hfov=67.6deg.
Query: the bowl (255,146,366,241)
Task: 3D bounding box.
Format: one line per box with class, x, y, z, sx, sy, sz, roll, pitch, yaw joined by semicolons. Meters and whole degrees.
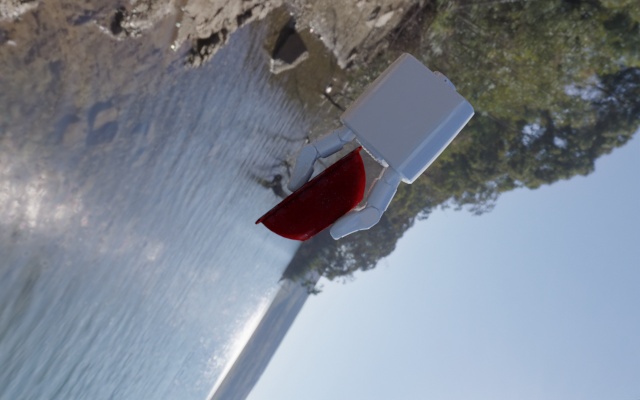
bowl;-0.001;0.003;0.587;0.162;0.055;0.162;-35;1;1
